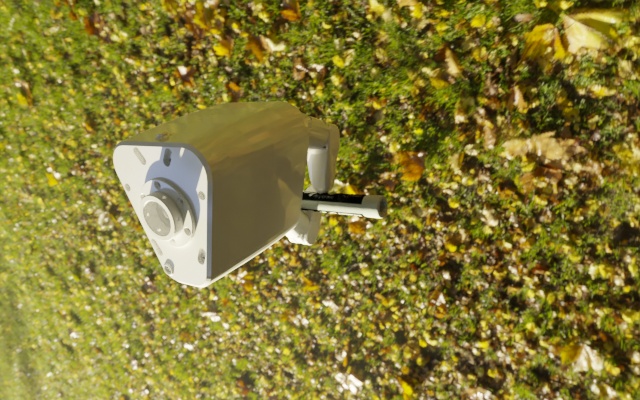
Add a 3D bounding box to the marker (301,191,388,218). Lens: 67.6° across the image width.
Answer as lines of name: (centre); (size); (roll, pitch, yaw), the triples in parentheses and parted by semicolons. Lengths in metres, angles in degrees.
marker: (0.000, 0.001, 0.421); (0.121, 0.020, 0.020); (5, 2, 32)
